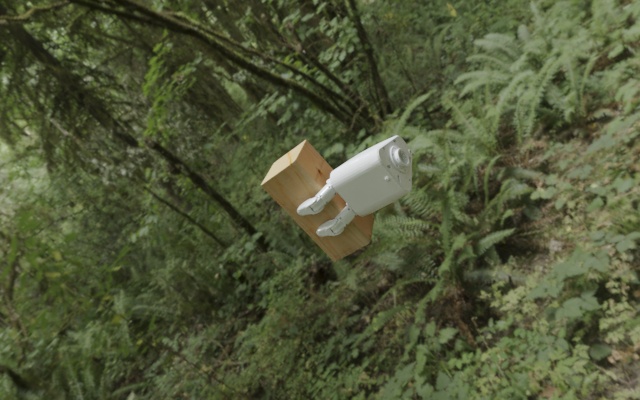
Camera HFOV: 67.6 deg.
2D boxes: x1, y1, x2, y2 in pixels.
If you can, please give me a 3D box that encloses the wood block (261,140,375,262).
[{"bbox_3d":[0.000,0.002,0.891,0.090,0.206,0.090,-33,20,29],"label":"wood block"}]
